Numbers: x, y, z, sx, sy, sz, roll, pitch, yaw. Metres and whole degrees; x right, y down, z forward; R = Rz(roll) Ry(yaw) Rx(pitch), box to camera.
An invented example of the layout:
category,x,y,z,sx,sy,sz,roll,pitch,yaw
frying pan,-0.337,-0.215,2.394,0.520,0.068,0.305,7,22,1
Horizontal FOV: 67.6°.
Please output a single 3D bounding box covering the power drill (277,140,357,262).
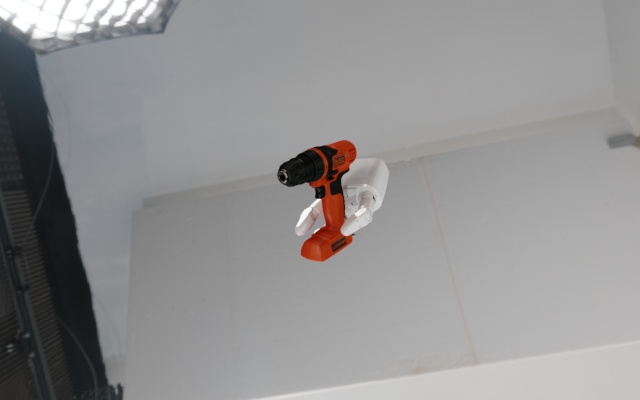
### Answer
category,x,y,z,sx,sy,sz,roll,pitch,yaw
power drill,0.000,0.003,0.795,0.057,0.188,0.184,14,26,35
